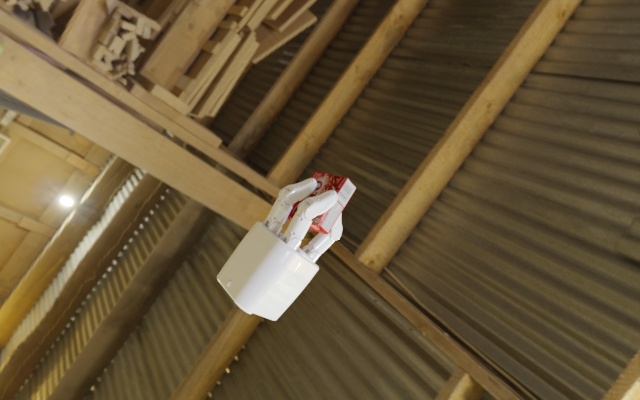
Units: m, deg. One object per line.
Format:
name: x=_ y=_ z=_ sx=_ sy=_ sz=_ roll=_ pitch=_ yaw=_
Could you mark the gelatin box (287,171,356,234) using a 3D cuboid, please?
gelatin box: x=0.001 y=0.002 z=0.718 sx=0.073 sy=0.089 sz=0.030 roll=14 pitch=-25 yaw=46
